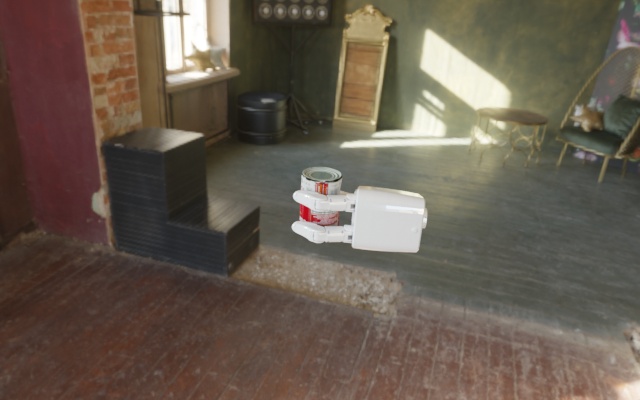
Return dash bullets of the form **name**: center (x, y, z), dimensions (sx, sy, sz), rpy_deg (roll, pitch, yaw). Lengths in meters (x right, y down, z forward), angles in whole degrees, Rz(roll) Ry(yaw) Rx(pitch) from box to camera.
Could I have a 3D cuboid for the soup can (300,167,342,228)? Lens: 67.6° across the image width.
- **soup can**: center (0.000, 0.002, 0.795), dimensions (0.068, 0.102, 0.068), rpy_deg (3, 23, -1)
